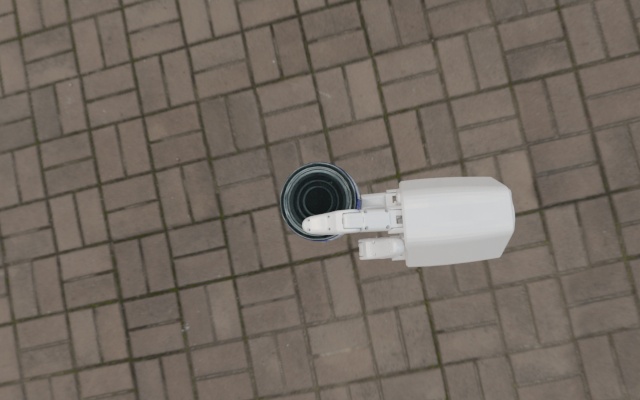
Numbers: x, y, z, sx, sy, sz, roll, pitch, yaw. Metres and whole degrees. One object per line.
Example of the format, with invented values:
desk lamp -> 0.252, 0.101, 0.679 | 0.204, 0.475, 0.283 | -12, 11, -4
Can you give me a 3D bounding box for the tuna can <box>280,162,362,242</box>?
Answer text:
tuna can -> 0.000, 0.002, 0.516 | 0.086, 0.086, 0.034 | 0, -4, 12
